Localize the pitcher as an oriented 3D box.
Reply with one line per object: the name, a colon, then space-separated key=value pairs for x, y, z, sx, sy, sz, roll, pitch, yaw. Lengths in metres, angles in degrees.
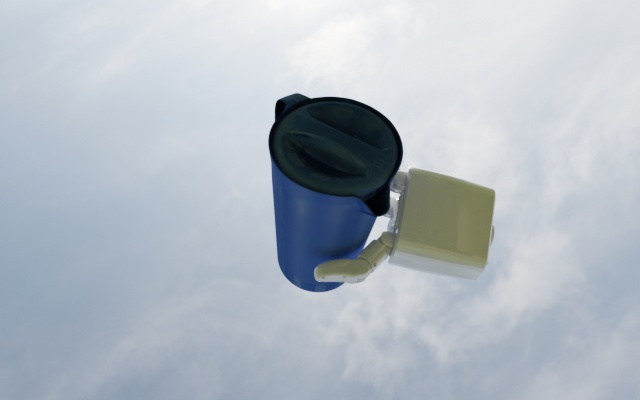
pitcher: x=0.000 y=0.002 z=0.563 sx=0.145 sy=0.149 sz=0.243 roll=12 pitch=-36 yaw=2
